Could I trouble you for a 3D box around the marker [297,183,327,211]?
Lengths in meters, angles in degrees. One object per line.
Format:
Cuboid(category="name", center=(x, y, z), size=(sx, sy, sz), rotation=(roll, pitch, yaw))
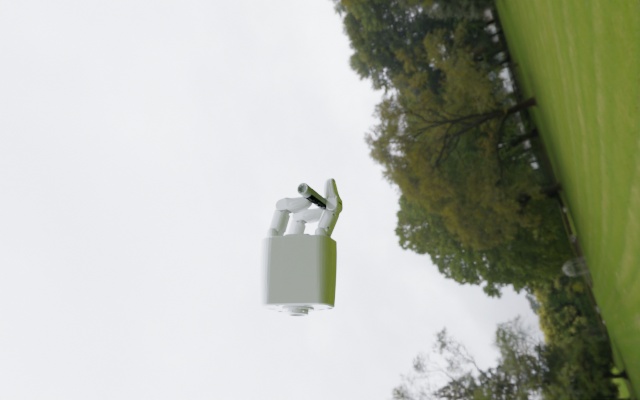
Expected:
Cuboid(category="marker", center=(0.000, 0.002, 0.752), size=(0.020, 0.020, 0.121), rotation=(0, -20, 28))
